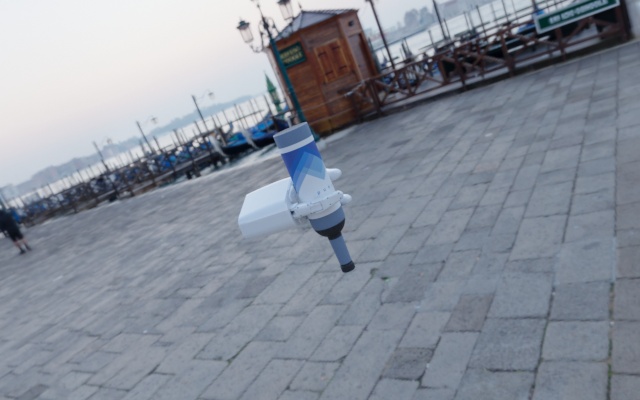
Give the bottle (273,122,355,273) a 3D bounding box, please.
[{"bbox_3d":[0.000,0.003,0.896,0.069,0.296,0.069,-21,14,6],"label":"bottle"}]
